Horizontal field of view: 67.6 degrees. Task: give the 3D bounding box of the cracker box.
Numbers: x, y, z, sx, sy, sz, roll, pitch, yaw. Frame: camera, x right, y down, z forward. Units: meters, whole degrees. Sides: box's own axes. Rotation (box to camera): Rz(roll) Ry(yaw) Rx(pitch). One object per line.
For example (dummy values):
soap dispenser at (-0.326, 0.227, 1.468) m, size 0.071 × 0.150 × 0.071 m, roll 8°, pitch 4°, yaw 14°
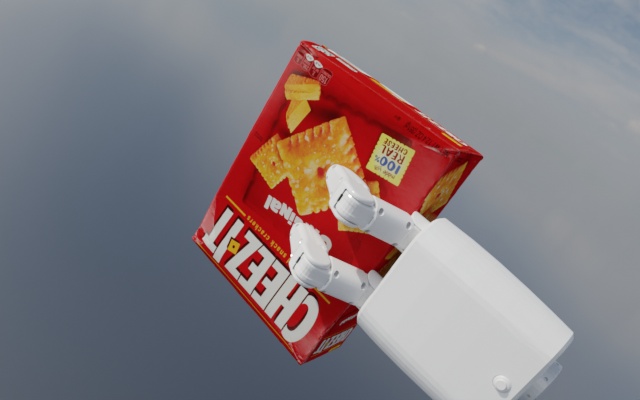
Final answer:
cracker box at (0.000, 0.001, 0.404) m, size 0.164 × 0.214 × 0.072 m, roll 43°, pitch 22°, yaw 25°
